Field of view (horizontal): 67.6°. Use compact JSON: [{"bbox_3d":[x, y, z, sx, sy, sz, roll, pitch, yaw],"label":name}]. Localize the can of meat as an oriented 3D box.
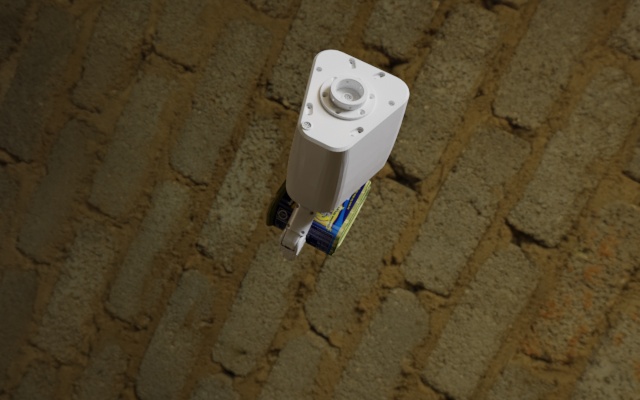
[{"bbox_3d":[0.000,0.002,0.540,0.084,0.102,0.057,27,-32,8],"label":"can of meat"}]
